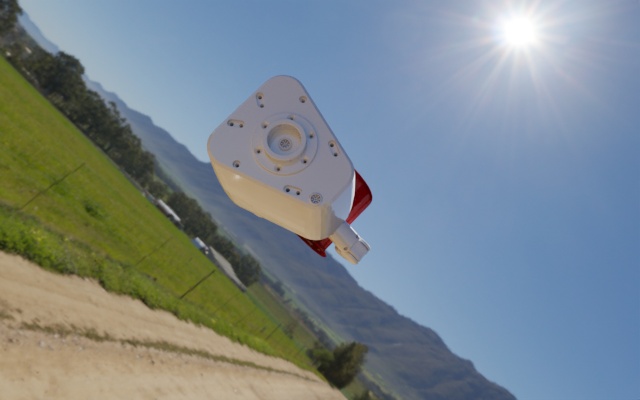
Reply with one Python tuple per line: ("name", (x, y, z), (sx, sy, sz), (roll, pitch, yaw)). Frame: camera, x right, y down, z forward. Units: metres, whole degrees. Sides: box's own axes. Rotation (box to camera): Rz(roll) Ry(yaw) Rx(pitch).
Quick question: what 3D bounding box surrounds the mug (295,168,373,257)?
("mug", (0.000, 0.002, 0.517), (0.093, 0.081, 0.117), (44, -10, 9))
